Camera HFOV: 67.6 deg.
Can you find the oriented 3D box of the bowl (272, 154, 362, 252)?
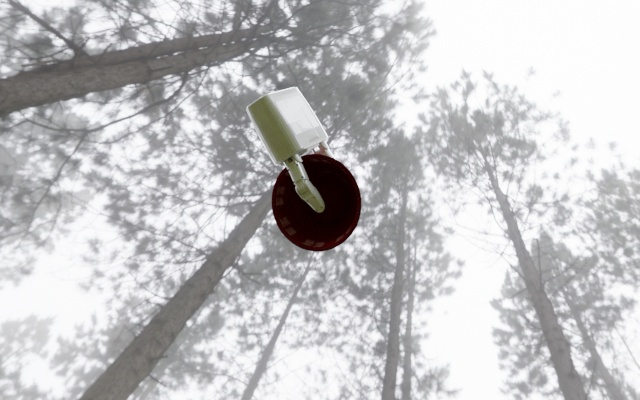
[{"bbox_3d":[0.001,0.004,0.809,0.162,0.162,0.055,0,4,23],"label":"bowl"}]
